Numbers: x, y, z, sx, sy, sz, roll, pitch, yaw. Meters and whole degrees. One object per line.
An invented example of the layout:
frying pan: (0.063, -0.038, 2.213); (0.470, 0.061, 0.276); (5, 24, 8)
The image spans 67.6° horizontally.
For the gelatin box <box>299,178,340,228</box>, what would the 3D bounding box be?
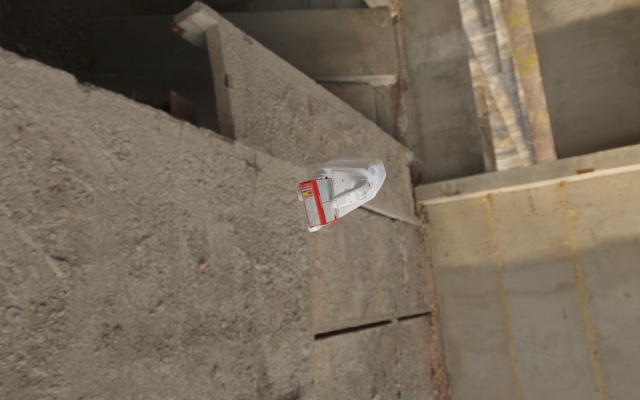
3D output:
gelatin box: (0.000, 0.002, 0.773); (0.030, 0.073, 0.089); (-13, 0, 19)
